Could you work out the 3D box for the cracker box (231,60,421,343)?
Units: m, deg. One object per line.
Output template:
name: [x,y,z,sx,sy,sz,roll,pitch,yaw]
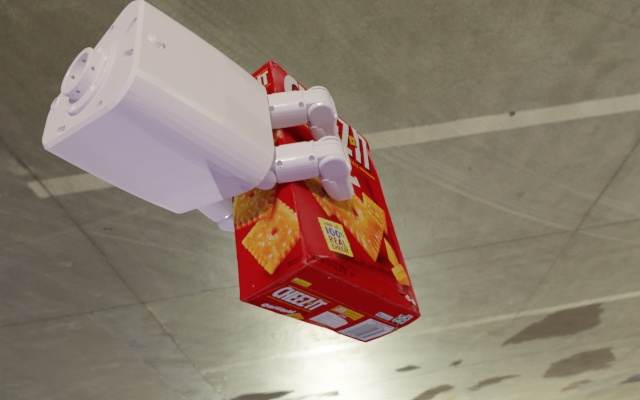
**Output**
cracker box: [0.000,0.002,0.427,0.072,0.213,0.164,-31,-40,25]
